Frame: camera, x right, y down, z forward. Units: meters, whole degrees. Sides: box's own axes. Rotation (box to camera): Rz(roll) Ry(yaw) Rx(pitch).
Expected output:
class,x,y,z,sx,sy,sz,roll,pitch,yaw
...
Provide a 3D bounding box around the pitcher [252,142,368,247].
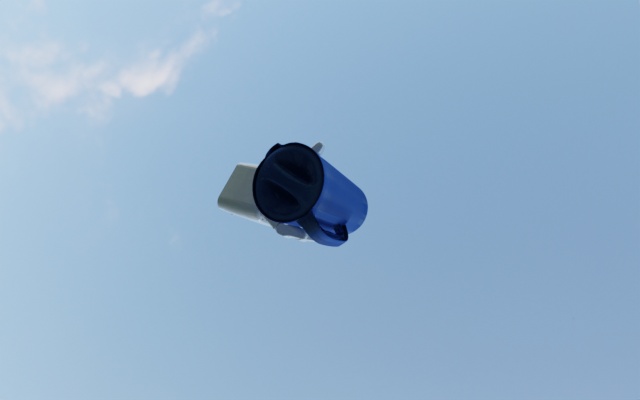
class,x,y,z,sx,sy,sz,roll,pitch,yaw
pitcher,0.000,0.003,0.858,0.145,0.149,0.243,11,-7,29
